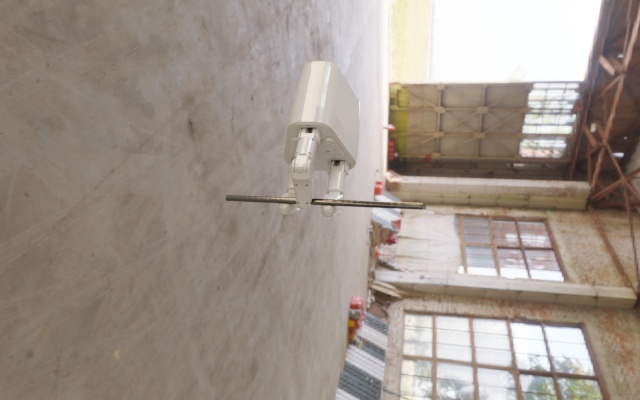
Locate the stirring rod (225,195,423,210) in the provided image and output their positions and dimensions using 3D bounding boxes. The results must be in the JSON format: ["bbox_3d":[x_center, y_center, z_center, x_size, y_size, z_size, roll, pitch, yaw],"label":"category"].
[{"bbox_3d":[0.000,0.002,0.574,0.239,0.011,0.011,3,0,12],"label":"stirring rod"}]
